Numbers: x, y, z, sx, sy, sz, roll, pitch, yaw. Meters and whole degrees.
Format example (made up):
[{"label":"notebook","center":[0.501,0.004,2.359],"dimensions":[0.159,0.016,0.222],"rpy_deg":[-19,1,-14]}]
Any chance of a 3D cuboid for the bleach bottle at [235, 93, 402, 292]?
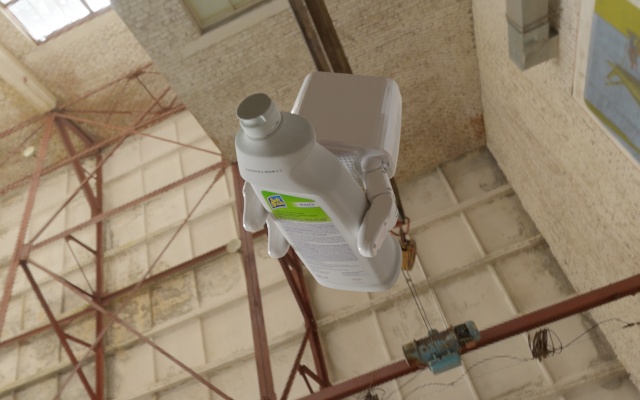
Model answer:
[{"label":"bleach bottle","center":[0.000,0.002,0.445],"dimensions":[0.102,0.068,0.251],"rpy_deg":[-2,-36,23]}]
